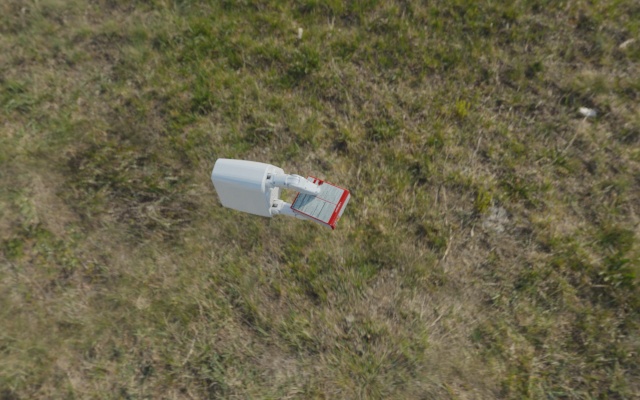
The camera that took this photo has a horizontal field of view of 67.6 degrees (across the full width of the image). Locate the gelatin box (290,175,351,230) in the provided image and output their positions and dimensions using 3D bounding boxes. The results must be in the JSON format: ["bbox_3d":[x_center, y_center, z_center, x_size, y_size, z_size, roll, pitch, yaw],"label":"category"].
[{"bbox_3d":[0.000,0.003,0.875,0.089,0.073,0.030,22,-15,21],"label":"gelatin box"}]
